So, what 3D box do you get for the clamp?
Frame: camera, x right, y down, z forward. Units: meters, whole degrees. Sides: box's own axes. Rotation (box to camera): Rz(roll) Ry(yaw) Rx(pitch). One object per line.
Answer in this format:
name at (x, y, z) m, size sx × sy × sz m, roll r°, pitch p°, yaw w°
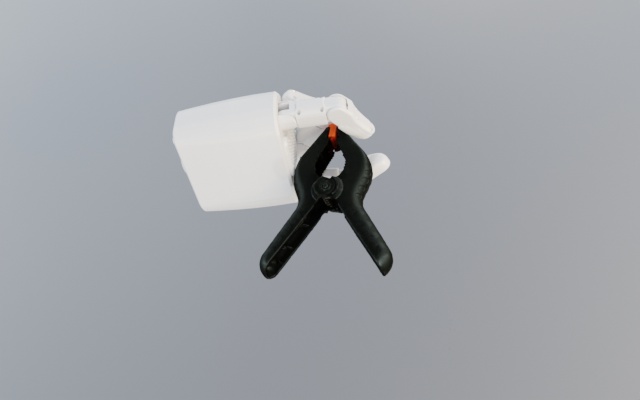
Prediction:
clamp at (0.000, 0.001, 0.457) m, size 0.120 × 0.171 × 0.039 m, roll -8°, pitch -37°, yaw 7°
